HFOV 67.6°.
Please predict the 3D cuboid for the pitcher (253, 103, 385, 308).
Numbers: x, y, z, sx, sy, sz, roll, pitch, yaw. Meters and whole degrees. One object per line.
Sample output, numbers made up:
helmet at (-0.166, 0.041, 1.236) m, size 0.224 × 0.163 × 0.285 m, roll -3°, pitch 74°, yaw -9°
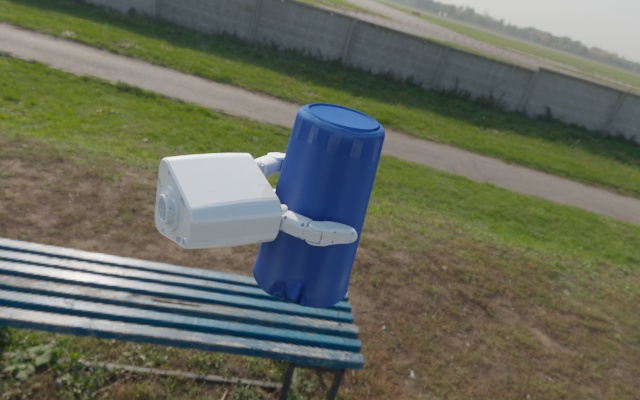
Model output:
pitcher at (0.000, 0.002, 0.621) m, size 0.145 × 0.243 × 0.149 m, roll -5°, pitch 31°, yaw -37°
